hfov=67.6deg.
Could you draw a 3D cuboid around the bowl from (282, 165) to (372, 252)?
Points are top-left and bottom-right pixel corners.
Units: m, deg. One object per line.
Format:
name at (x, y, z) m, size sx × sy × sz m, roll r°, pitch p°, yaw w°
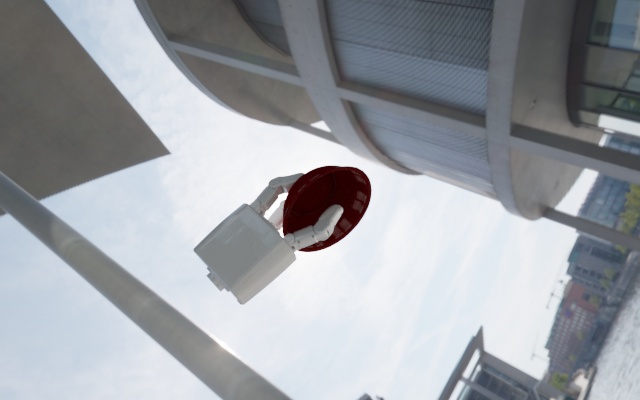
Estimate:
bowl at (0.001, 0.002, 0.747) m, size 0.162 × 0.162 × 0.055 m, roll 0°, pitch 35°, yaw -39°
